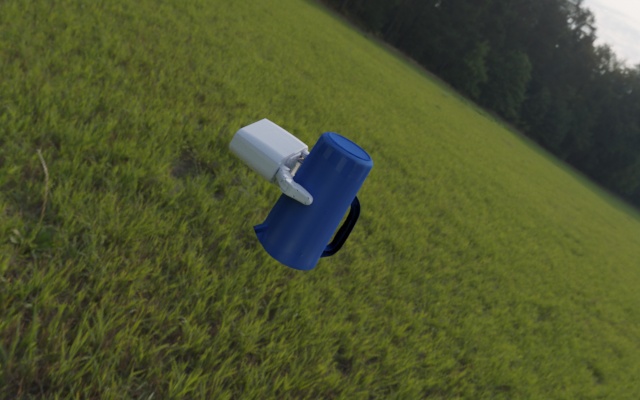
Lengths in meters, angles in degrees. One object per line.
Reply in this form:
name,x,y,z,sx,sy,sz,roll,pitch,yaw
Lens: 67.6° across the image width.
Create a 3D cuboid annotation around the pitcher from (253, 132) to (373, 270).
pitcher,0.000,0.003,0.893,0.145,0.243,0.149,37,20,12
